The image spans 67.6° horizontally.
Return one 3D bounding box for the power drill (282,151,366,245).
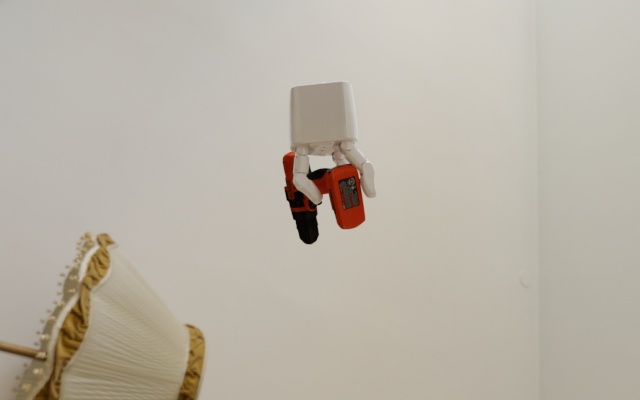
[{"bbox_3d":[0.000,0.003,0.858,0.057,0.184,0.187,-21,16,-31],"label":"power drill"}]
